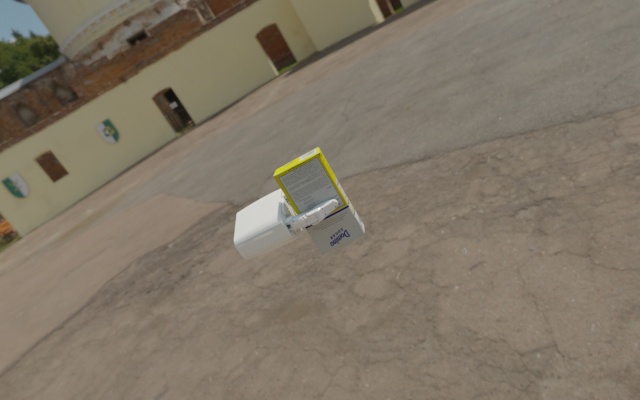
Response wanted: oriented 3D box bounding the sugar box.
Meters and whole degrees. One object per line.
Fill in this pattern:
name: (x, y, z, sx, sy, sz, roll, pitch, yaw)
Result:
sugar box: (0.000, 0.003, 0.867, 0.093, 0.176, 0.048, -27, 19, 12)
